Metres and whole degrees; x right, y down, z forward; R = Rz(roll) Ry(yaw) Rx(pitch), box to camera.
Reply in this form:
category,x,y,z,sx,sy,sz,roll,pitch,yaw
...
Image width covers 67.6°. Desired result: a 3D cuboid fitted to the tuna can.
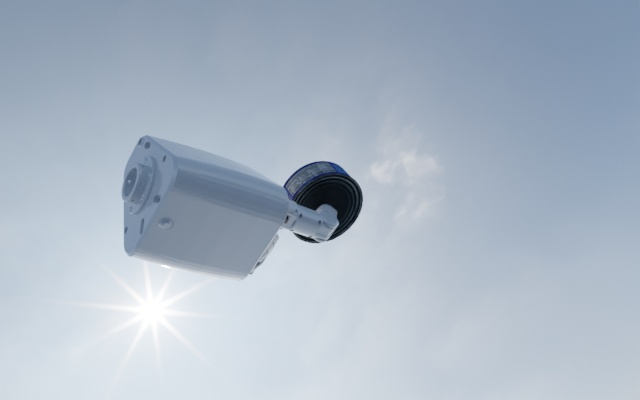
category,x,y,z,sx,sy,sz,roll,pitch,yaw
tuna can,0.000,0.001,0.510,0.086,0.086,0.033,0,31,-29
